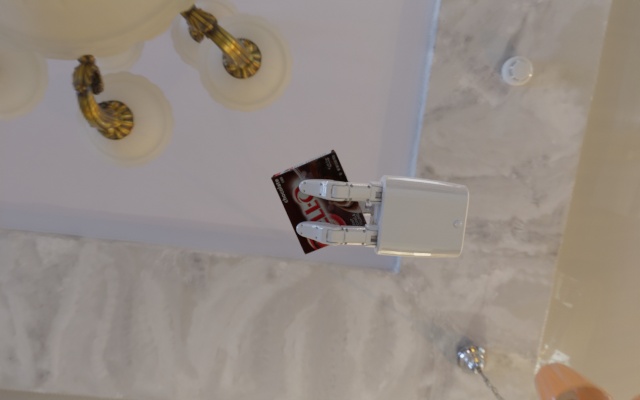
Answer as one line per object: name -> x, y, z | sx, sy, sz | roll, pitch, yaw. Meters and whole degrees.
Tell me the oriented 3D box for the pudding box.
pudding box -> 0.000, 0.002, 0.621 | 0.090, 0.113, 0.039 | -23, 7, 7
